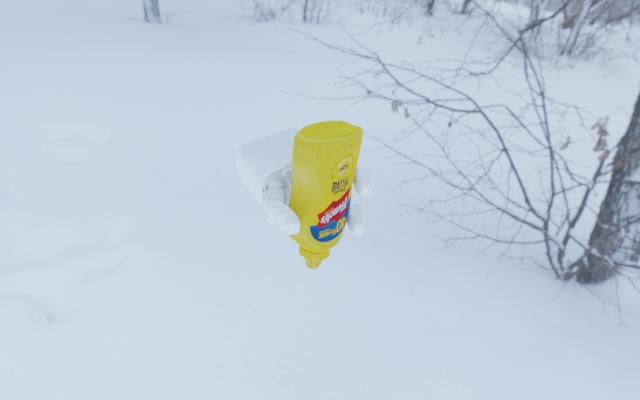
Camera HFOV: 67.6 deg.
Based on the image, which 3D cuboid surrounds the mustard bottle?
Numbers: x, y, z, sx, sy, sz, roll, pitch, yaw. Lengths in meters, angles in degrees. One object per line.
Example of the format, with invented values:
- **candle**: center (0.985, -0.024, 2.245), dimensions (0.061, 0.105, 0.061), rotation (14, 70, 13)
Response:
- **mustard bottle**: center (0.000, 0.002, 0.592), dimensions (0.058, 0.192, 0.096), rotation (25, 31, 30)
